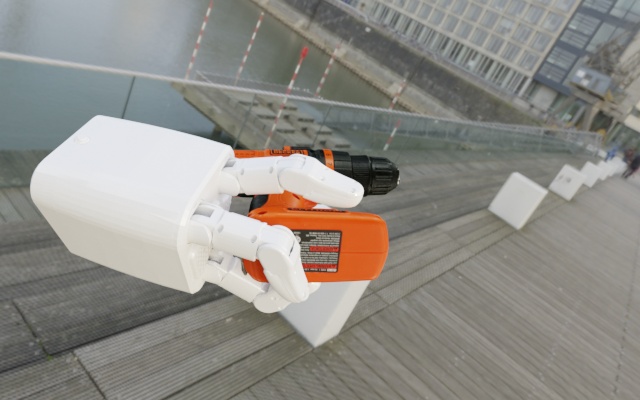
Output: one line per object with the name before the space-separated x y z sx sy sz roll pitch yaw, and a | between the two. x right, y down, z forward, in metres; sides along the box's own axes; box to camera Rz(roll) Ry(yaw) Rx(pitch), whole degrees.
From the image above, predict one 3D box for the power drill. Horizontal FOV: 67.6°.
power drill | 0.000 0.002 0.423 0.184 0.057 0.187 -1 22 -8
